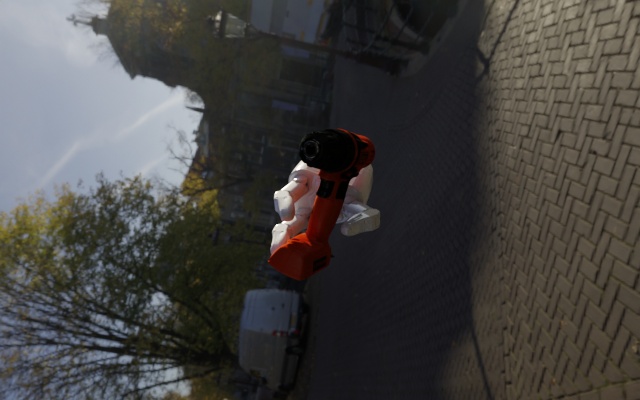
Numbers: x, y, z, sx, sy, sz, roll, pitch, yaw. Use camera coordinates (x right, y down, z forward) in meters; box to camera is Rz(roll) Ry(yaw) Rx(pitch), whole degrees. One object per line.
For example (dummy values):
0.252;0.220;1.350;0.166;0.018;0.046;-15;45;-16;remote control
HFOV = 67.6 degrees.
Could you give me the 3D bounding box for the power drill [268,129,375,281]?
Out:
0.000;0.002;0.591;0.057;0.188;0.184;28;14;19;power drill
